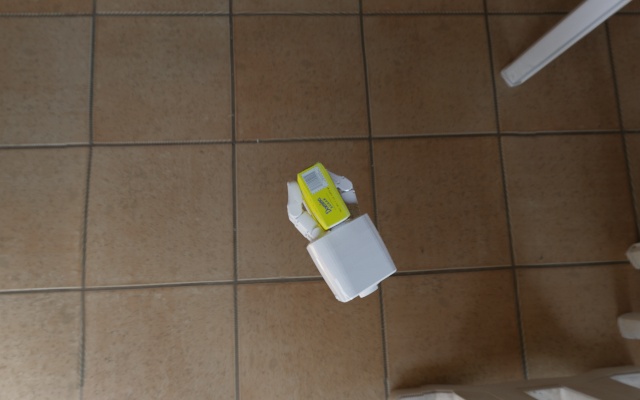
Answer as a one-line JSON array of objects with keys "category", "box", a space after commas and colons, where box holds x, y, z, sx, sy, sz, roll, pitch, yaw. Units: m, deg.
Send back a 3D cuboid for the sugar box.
[{"category": "sugar box", "box": [0.000, 0.003, 0.775, 0.048, 0.093, 0.176, -28, -6, -8]}]
